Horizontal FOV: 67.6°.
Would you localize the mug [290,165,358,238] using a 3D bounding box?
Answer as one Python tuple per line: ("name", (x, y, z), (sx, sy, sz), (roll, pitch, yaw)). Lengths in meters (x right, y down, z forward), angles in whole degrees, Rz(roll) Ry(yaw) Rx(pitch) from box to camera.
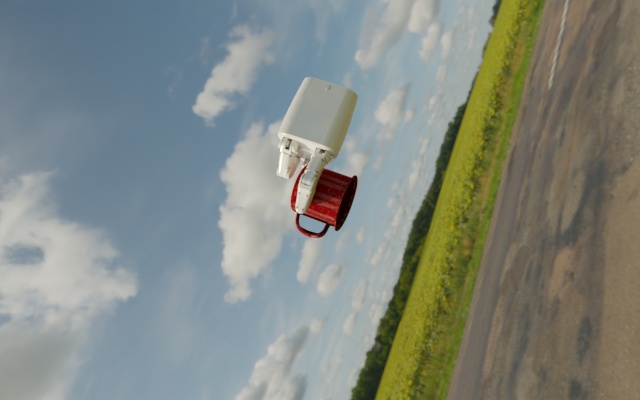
("mug", (-0.001, 0.004, 0.752), (0.081, 0.117, 0.093), (20, -13, 14))
